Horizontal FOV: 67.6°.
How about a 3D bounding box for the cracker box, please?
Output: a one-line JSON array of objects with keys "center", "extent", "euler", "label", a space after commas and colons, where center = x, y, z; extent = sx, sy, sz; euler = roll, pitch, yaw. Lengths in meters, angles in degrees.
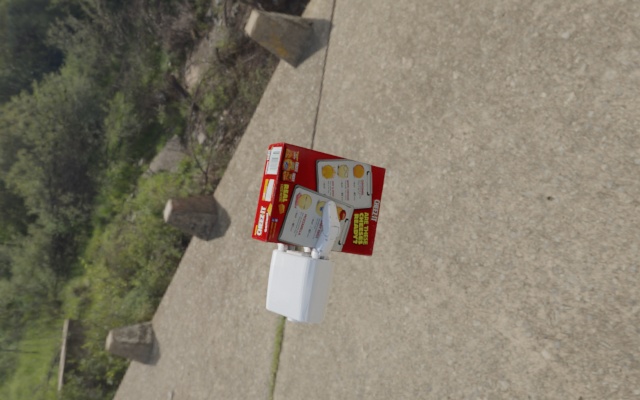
[{"center": [0.000, 0.003, 0.833], "extent": [0.214, 0.164, 0.072], "euler": [11, -2, -31], "label": "cracker box"}]
